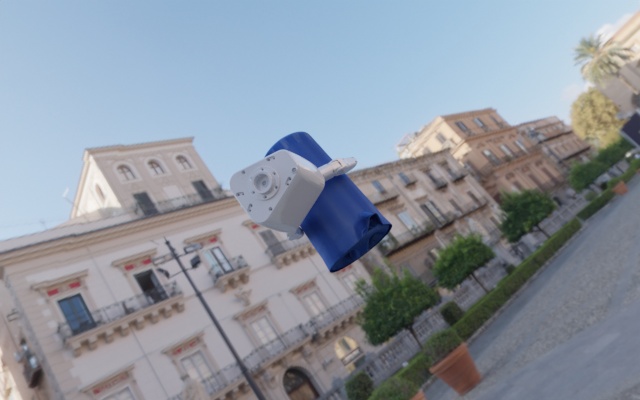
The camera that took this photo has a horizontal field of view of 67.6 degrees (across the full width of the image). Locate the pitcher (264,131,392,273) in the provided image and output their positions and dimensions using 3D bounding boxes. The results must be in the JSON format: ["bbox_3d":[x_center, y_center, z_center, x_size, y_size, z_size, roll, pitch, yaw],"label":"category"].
[{"bbox_3d":[0.000,0.003,0.855,0.149,0.242,0.145,-41,-19,11],"label":"pitcher"}]
